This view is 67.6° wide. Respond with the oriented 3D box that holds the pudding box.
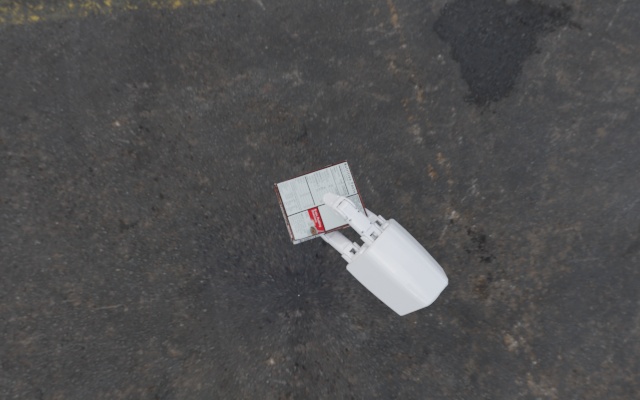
[{"bbox_3d":[0.000,0.002,0.681,0.113,0.090,0.039,-18,-8,-7],"label":"pudding box"}]
